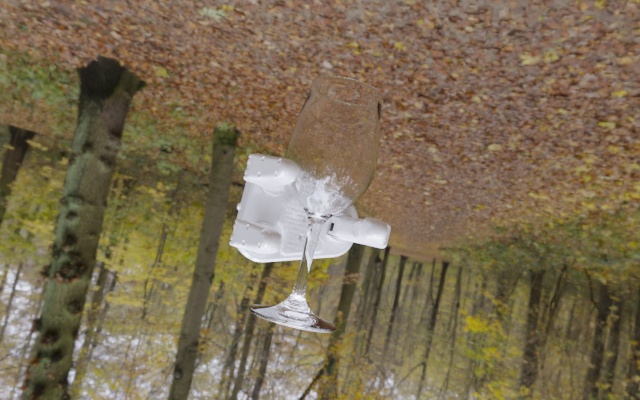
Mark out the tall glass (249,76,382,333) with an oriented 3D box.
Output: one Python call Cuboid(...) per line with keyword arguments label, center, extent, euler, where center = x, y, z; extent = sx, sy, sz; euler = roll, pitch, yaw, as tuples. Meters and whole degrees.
Cuboid(label="tall glass", center=(0.000, 0.002, 0.403), extent=(0.079, 0.201, 0.079), euler=(14, -5, 1))
